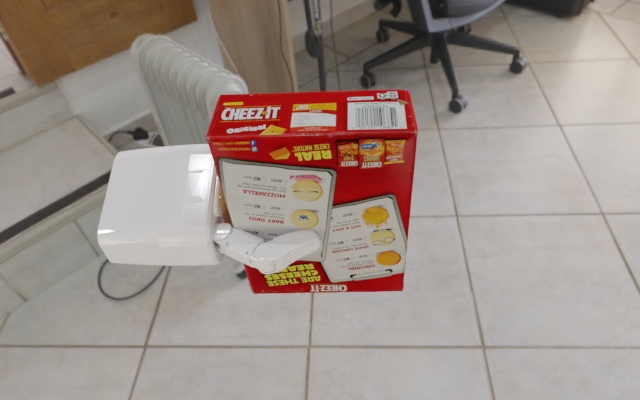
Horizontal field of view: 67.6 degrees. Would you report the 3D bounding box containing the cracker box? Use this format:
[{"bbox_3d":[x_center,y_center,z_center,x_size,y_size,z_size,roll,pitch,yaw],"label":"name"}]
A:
[{"bbox_3d":[0.000,0.001,0.455,0.164,0.072,0.214,-1,-44,4],"label":"cracker box"}]
